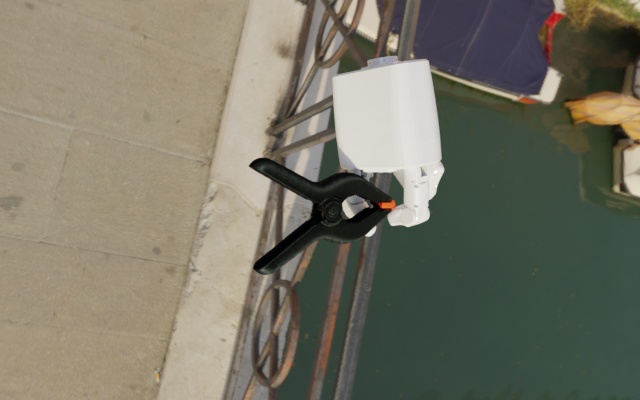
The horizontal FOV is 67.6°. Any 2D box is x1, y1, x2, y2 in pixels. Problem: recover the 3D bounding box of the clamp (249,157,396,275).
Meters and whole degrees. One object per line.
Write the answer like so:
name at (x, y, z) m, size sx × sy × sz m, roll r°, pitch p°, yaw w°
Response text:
clamp at (0.001, 0.002, 0.511) m, size 0.171 × 0.120 × 0.039 m, roll -16°, pitch 22°, yaw -25°
